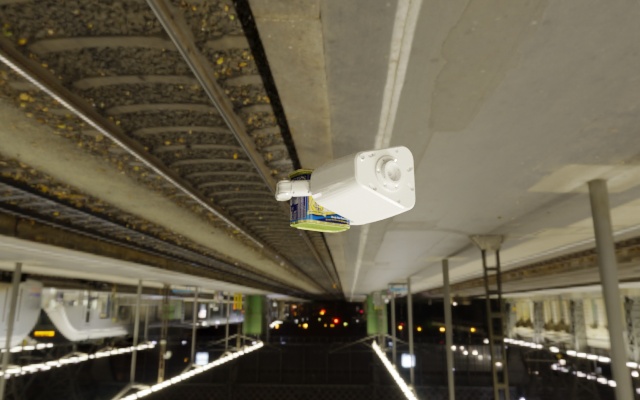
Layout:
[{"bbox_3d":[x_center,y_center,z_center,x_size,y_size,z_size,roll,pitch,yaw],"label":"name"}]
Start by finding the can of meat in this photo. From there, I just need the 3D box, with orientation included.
[{"bbox_3d":[0.000,0.003,0.755,0.102,0.084,0.057,9,-16,-34],"label":"can of meat"}]
